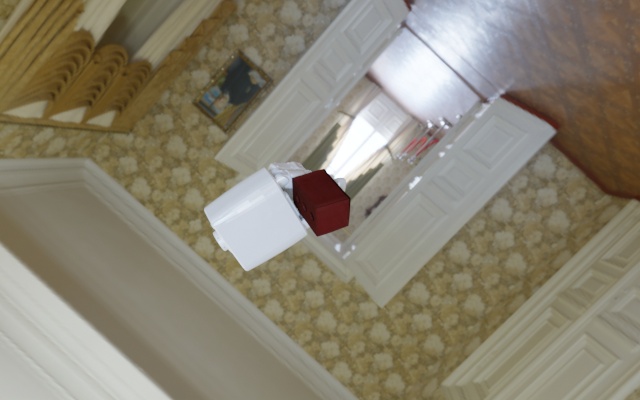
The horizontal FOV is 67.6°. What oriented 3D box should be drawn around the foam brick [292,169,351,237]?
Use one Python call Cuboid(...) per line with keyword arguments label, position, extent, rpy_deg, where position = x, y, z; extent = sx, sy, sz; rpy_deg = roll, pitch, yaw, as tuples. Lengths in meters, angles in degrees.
Cuboid(label="foam brick", position=(0.000, 0.002, 0.661), extent=(0.051, 0.053, 0.078), rpy_deg=(-18, 42, -21))
